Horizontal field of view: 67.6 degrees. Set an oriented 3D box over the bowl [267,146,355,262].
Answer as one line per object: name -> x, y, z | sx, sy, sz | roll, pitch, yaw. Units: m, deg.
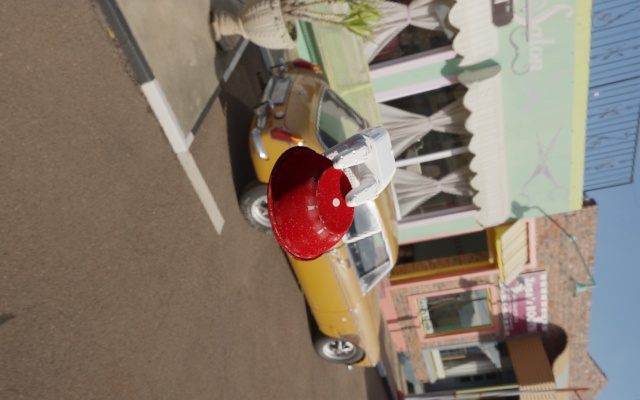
bowl -> 0.000, 0.003, 0.650 | 0.055, 0.162, 0.162 | -5, -3, 36
